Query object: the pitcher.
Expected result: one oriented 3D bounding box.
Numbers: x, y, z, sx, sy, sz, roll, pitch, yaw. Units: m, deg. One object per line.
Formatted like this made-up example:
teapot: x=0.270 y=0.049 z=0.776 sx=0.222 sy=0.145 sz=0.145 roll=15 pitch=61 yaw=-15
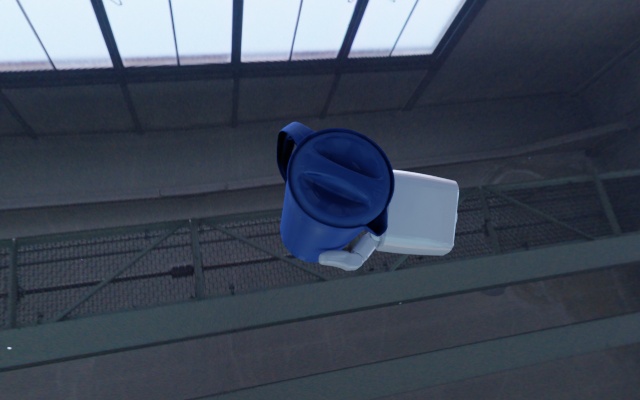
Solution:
pitcher: x=0.000 y=0.002 z=0.682 sx=0.145 sy=0.149 sz=0.243 roll=6 pitch=-21 yaw=-9
